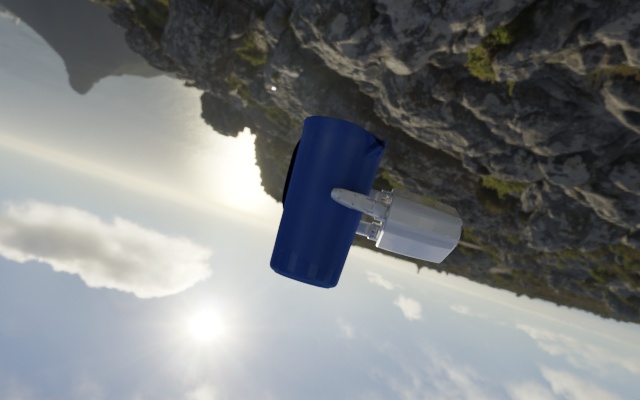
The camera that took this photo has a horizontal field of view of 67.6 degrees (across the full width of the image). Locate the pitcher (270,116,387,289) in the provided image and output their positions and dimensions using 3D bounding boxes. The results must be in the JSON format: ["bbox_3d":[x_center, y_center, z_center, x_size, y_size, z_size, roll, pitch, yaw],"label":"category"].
[{"bbox_3d":[0.000,0.002,0.736,0.145,0.243,0.149,17,-5,3],"label":"pitcher"}]
